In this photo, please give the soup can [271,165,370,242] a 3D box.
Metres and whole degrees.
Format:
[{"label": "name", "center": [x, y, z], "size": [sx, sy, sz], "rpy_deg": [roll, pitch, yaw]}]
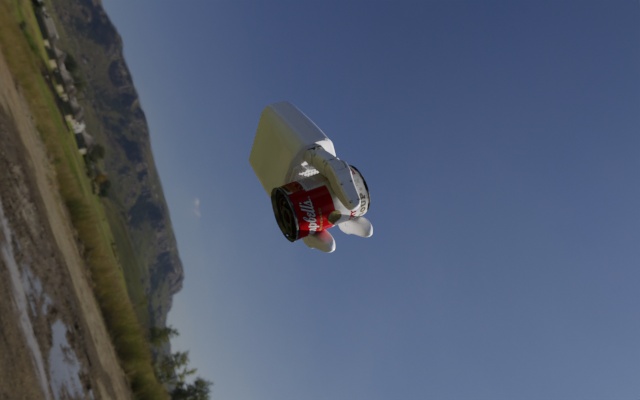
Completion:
[{"label": "soup can", "center": [0.001, 0.002, 0.579], "size": [0.102, 0.068, 0.068], "rpy_deg": [-19, 8, -23]}]
